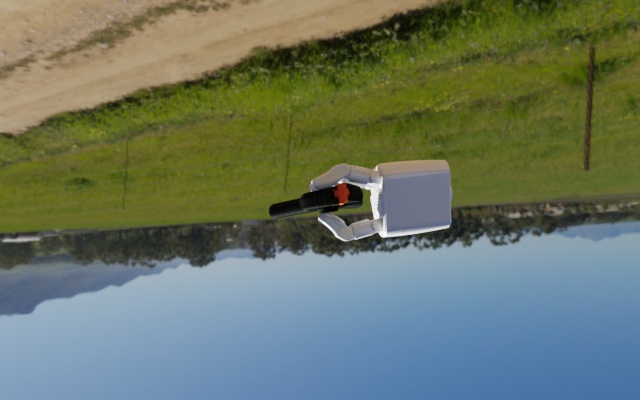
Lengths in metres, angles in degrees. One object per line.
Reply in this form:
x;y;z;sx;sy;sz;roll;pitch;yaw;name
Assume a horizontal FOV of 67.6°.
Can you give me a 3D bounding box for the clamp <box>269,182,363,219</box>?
0.001;0.003;0.738;0.164;0.036;0.210;-9;-4;-5;clamp
